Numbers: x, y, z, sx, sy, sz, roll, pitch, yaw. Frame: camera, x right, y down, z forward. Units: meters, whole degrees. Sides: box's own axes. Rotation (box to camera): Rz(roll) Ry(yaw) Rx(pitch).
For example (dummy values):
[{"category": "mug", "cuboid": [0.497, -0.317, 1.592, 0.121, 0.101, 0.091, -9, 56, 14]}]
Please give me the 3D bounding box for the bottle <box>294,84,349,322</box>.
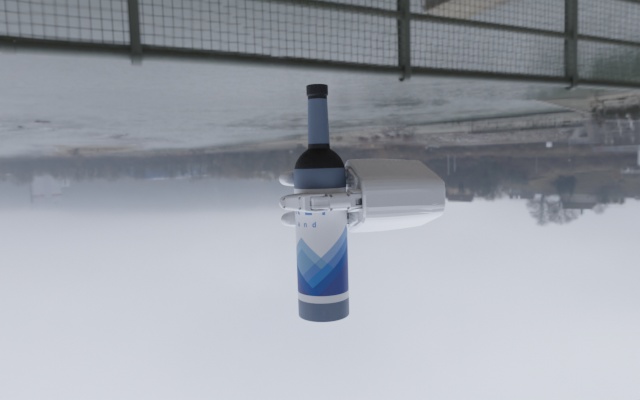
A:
[{"category": "bottle", "cuboid": [0.000, 0.002, 0.612, 0.069, 0.296, 0.069, -2, 5, 0]}]
